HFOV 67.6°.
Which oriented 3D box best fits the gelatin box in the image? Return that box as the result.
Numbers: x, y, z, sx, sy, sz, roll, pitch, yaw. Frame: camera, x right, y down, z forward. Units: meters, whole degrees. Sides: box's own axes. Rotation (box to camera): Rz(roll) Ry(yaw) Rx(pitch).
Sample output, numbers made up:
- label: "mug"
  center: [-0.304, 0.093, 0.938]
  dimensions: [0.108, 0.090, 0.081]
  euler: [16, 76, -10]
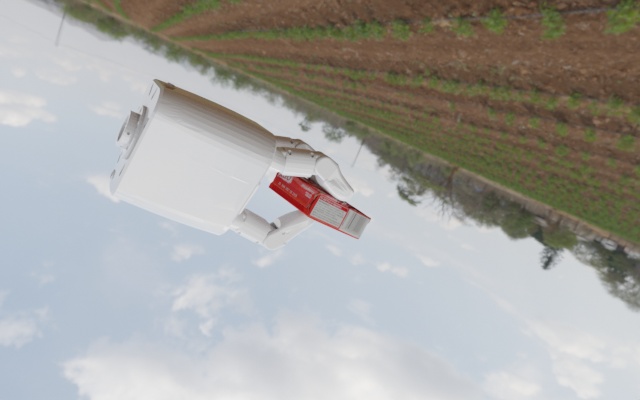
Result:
- label: "gelatin box"
  center: [0.000, 0.002, 0.505]
  dimensions: [0.089, 0.030, 0.073]
  euler: [27, 6, -44]
